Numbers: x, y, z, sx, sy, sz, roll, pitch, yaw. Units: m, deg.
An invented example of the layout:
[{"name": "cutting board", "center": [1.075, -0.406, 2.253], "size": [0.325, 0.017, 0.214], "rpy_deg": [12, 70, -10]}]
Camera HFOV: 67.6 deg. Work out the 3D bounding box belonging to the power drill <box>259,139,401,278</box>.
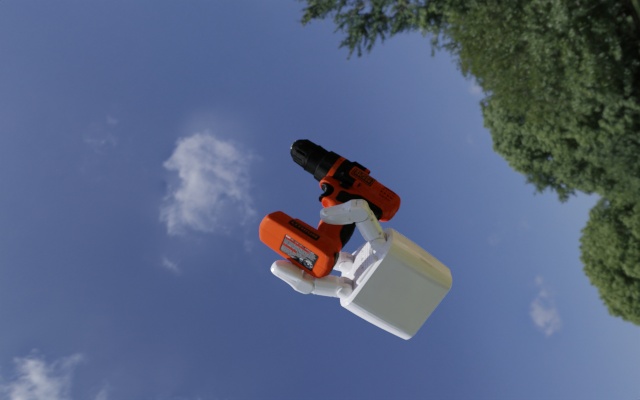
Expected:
[{"name": "power drill", "center": [0.000, 0.003, 0.653], "size": [0.184, 0.057, 0.187], "rpy_deg": [32, 47, 11]}]
